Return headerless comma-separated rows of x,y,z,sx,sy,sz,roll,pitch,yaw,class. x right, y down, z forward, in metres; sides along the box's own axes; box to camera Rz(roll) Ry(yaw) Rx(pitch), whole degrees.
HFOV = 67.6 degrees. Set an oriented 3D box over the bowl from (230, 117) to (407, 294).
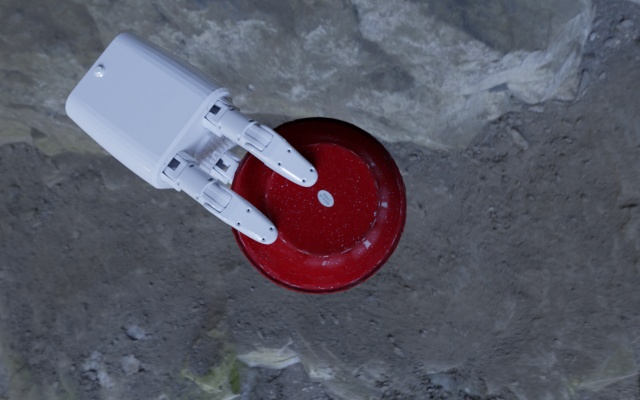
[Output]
0.001,0.002,0.407,0.162,0.162,0.055,0,-5,-4,bowl
